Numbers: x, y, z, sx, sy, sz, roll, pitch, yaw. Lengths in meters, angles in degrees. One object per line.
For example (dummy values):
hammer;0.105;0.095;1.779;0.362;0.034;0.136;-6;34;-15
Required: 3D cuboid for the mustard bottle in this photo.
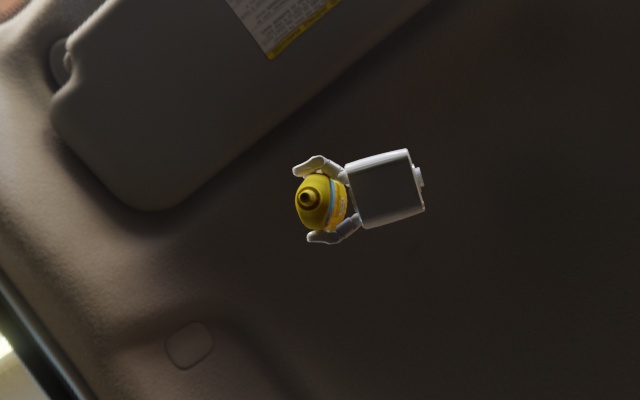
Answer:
mustard bottle;0.000;0.003;0.821;0.058;0.096;0.191;9;-2;15
